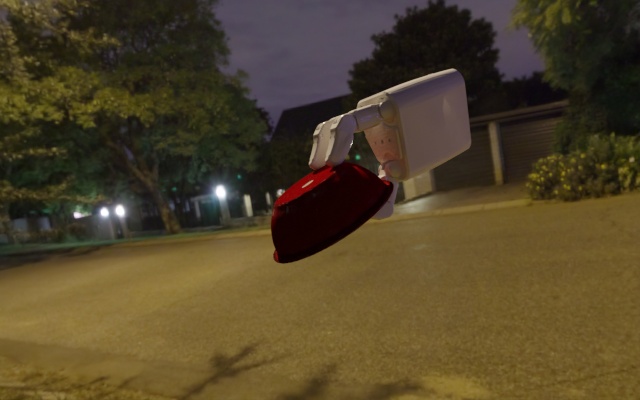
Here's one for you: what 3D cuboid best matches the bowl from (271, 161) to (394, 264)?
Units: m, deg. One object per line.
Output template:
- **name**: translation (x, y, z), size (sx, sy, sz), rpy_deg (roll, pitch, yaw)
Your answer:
- **bowl**: translation (-0.001, 0.002, 0.543), size (0.162, 0.055, 0.162), rpy_deg (-32, 13, 8)
